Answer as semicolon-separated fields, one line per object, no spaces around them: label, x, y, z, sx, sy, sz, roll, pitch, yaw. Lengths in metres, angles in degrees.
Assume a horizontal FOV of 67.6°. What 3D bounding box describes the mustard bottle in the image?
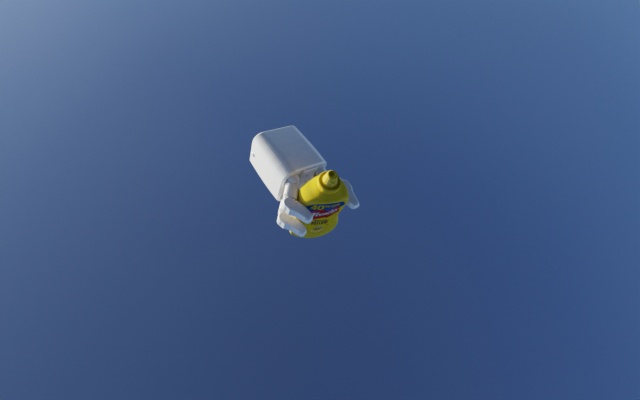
mustard bottle;0.000;0.003;0.877;0.096;0.058;0.192;-5;-29;-16
